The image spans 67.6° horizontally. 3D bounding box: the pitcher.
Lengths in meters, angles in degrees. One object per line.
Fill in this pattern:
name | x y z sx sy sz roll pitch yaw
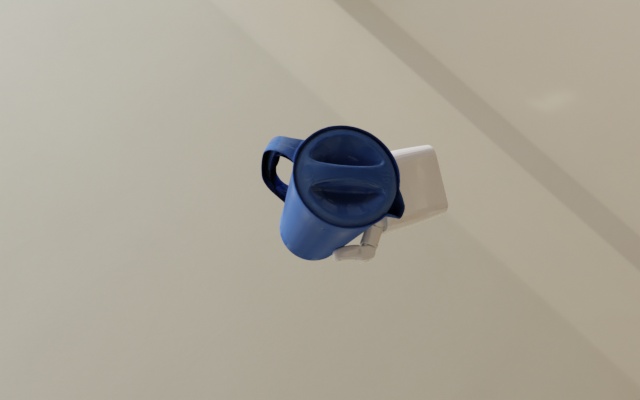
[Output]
pitcher | 0.000 0.002 0.670 0.145 0.149 0.243 -16 -15 -18
